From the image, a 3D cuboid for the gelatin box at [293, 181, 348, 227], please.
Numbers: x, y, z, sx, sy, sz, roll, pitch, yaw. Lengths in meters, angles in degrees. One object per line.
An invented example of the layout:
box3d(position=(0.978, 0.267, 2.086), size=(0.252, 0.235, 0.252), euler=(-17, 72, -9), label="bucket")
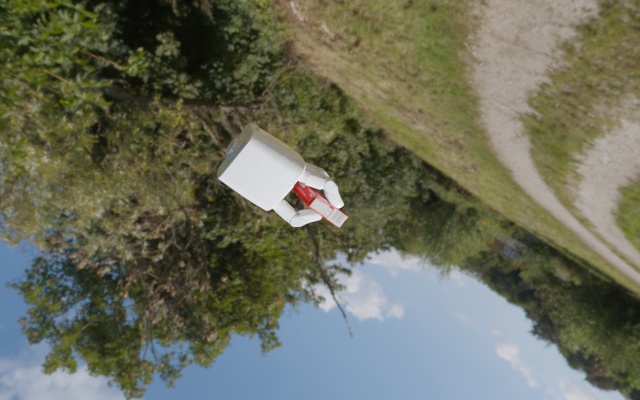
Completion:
box3d(position=(0.000, 0.003, 0.868), size=(0.089, 0.030, 0.073), euler=(36, 8, -36), label="gelatin box")
